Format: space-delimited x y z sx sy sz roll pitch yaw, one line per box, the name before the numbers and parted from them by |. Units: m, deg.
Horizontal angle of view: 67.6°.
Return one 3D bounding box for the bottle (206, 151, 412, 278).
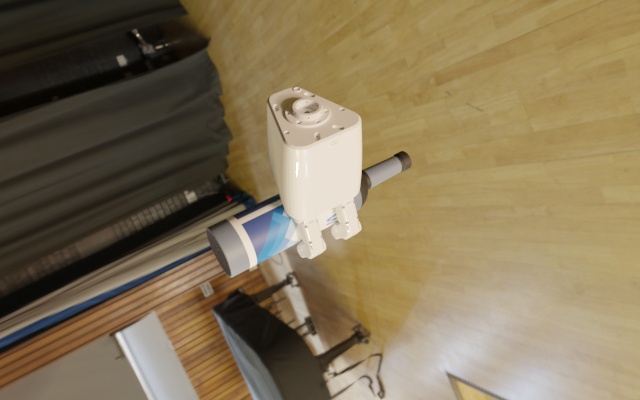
bottle | 0.000 0.002 0.624 0.295 0.069 0.069 -26 11 -23
